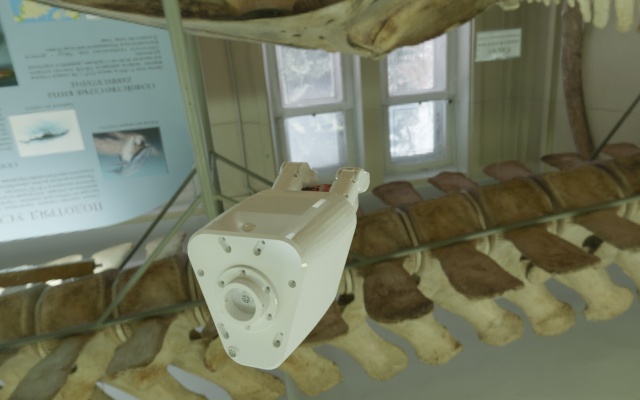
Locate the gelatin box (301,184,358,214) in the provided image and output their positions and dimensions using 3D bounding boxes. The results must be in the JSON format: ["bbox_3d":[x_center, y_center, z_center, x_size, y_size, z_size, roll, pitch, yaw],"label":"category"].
[{"bbox_3d":[0.000,0.002,0.493,0.073,0.030,0.089,0,11,8],"label":"gelatin box"}]
